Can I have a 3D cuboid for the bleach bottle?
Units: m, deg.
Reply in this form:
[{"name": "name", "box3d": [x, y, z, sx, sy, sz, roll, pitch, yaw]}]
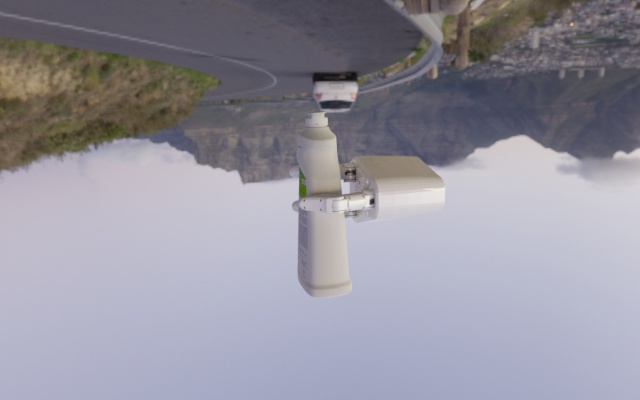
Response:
[{"name": "bleach bottle", "box3d": [0.000, 0.002, 0.677, 0.068, 0.251, 0.102, -5, 12, -17]}]
